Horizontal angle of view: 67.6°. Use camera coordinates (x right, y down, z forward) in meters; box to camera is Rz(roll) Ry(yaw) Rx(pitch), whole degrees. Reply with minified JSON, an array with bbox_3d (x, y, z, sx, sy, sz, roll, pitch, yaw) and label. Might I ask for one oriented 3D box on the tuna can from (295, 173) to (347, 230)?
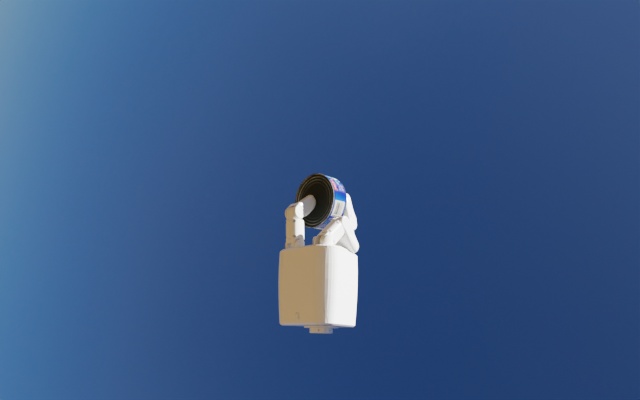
[{"bbox_3d":[0.001,0.002,0.750,0.086,0.086,0.034,0,-10,45],"label":"tuna can"}]
